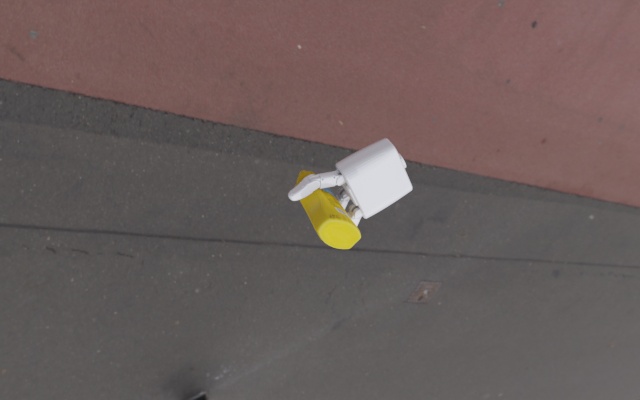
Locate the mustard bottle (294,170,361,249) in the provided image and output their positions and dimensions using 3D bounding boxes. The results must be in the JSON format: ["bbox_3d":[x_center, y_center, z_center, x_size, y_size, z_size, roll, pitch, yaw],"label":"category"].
[{"bbox_3d":[0.000,0.003,0.885,0.096,0.058,0.191,29,21,-41],"label":"mustard bottle"}]
